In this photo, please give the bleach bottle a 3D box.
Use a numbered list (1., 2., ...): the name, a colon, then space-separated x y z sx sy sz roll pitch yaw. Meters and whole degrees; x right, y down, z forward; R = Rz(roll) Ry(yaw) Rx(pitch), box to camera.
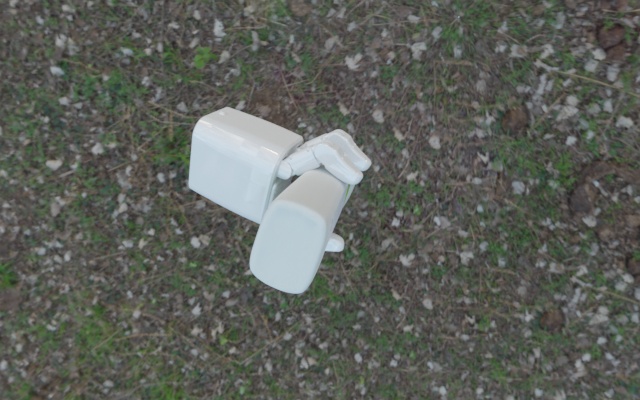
1. bleach bottle: 0.000 0.002 0.568 0.068 0.103 0.250 23 25 6
